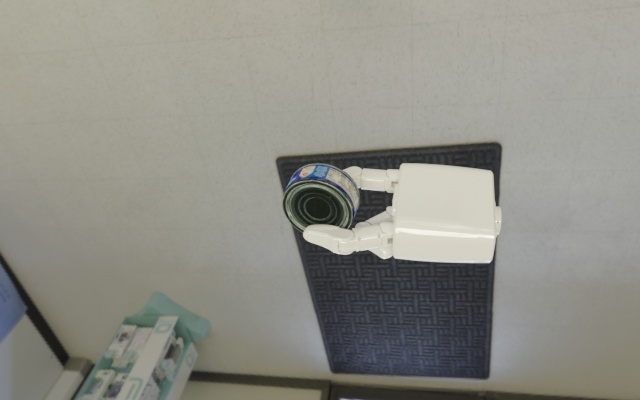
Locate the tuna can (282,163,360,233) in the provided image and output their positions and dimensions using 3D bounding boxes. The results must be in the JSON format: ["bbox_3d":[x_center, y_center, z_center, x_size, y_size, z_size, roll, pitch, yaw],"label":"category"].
[{"bbox_3d":[0.000,0.002,0.546,0.086,0.086,0.033,0,36,19],"label":"tuna can"}]
